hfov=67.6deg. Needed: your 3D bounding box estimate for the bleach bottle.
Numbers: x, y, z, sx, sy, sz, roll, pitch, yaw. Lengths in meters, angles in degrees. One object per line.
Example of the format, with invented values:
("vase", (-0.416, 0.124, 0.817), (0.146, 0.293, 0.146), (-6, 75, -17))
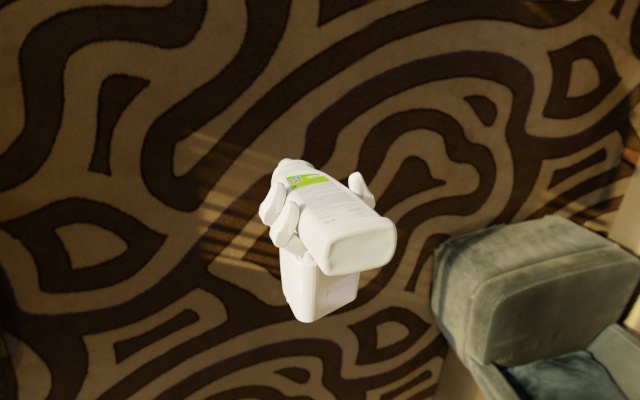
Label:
("bleach bottle", (0.000, 0.002, 0.656), (0.102, 0.068, 0.250), (-10, 31, -19))
